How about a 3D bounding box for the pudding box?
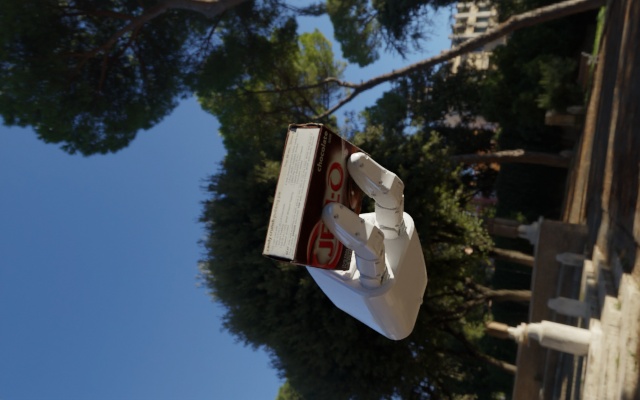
[{"bbox_3d":[0.000,0.001,0.410,0.039,0.113,0.090,5,-9,31],"label":"pudding box"}]
